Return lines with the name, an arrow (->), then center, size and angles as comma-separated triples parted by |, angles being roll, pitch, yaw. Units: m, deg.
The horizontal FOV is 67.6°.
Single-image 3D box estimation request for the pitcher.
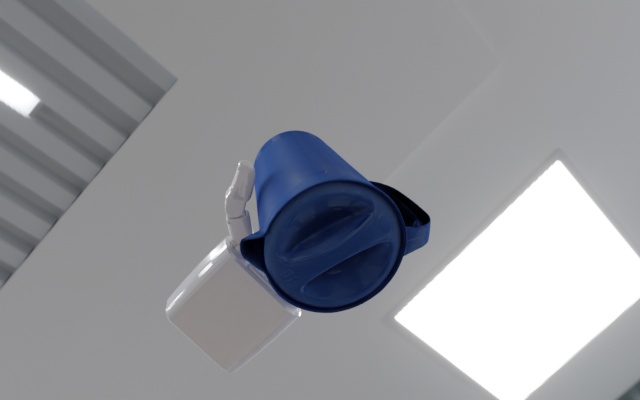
pitcher -> 0.000, 0.002, 0.529 | 0.149, 0.145, 0.242 | 40, 9, -24
